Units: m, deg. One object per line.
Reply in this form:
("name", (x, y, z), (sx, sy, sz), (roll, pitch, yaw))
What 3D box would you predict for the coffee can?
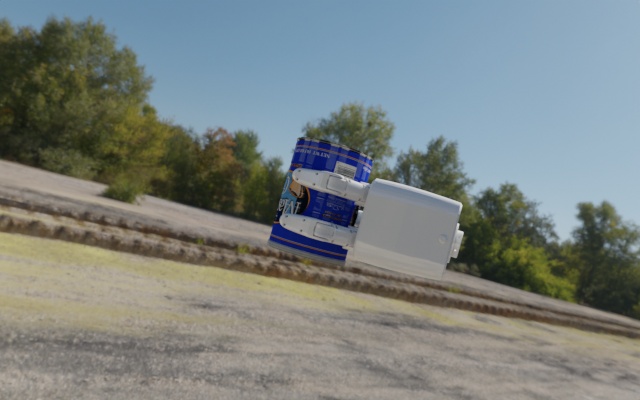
("coffee can", (0.000, 0.002, 0.609), (0.103, 0.140, 0.103), (16, -2, 1))
